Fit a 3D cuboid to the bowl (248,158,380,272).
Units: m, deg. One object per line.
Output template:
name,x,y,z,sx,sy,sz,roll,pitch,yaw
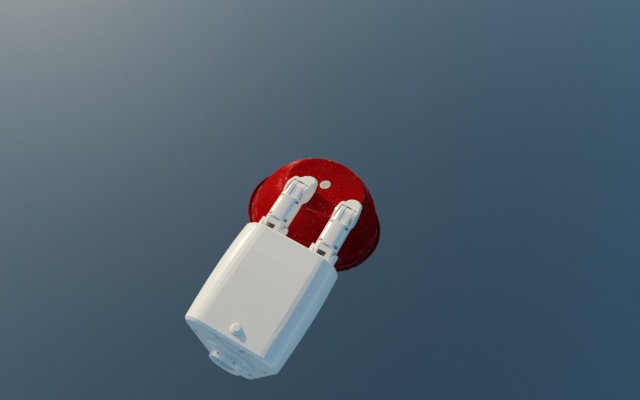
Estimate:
bowl,0.000,0.001,0.552,0.162,0.162,0.055,0,-43,-19
